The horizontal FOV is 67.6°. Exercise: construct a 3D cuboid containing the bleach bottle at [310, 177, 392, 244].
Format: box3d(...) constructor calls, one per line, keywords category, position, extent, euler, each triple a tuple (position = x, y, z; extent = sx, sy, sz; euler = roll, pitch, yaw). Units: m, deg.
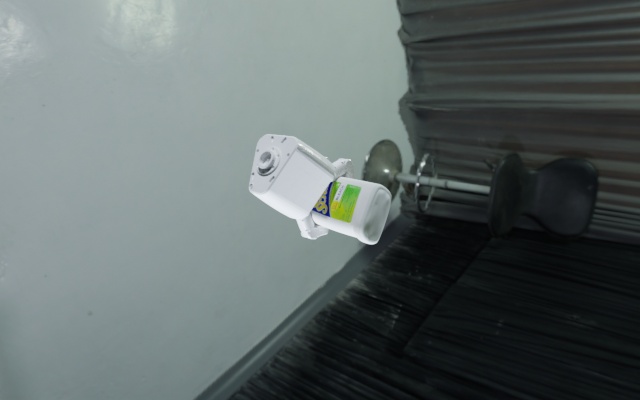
box3d(category="bleach bottle", position=(0.000, 0.003, 0.863), extent=(0.251, 0.102, 0.068), euler=(11, -13, 40))
